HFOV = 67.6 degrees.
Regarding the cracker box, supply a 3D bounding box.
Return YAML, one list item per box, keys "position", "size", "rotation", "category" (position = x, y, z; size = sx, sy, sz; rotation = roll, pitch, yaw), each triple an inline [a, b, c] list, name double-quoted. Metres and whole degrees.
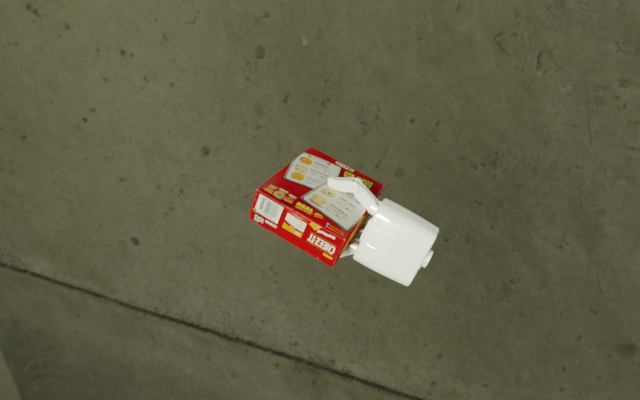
- position: [0.000, 0.003, 0.835]
  size: [0.164, 0.072, 0.213]
  rotation: [29, 33, 10]
  category: "cracker box"
